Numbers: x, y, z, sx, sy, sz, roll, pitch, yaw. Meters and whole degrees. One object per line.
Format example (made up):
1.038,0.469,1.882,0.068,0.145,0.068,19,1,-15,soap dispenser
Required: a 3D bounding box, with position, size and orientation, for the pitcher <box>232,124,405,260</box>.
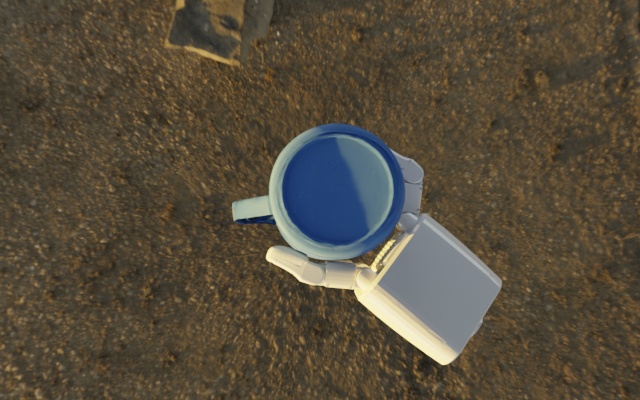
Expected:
0.000,0.002,0.486,0.145,0.149,0.243,40,-4,2,pitcher
